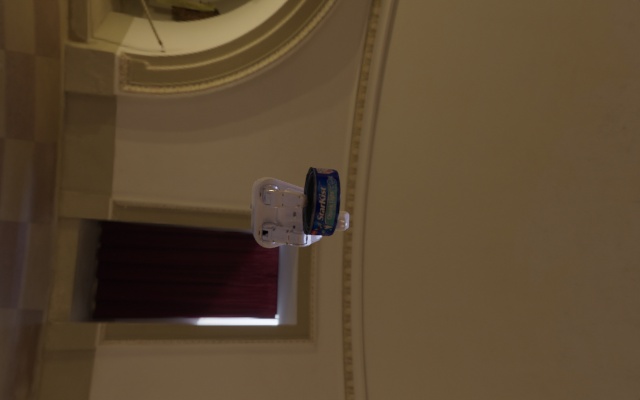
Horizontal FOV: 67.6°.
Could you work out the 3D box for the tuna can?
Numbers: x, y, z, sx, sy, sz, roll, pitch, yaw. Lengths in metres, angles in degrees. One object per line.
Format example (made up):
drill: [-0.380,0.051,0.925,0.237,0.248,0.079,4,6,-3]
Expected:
tuna can: [0.001,0.002,0.601,0.034,0.086,0.086,4,-1,-10]
